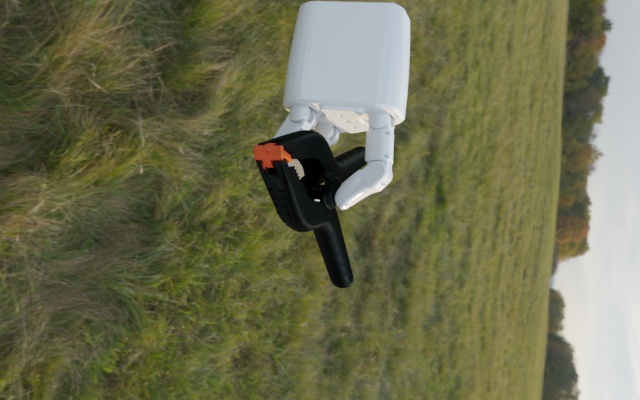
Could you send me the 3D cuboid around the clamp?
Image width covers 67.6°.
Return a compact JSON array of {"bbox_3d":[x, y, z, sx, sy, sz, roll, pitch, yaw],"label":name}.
[{"bbox_3d":[0.001,0.001,0.468,0.036,0.164,0.210,2,-10,26],"label":"clamp"}]
